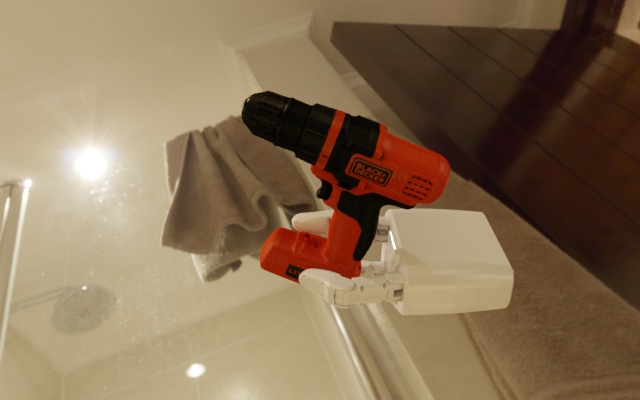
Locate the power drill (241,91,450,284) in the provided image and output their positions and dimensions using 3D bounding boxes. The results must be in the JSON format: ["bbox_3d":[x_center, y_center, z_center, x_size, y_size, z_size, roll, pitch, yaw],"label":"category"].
[{"bbox_3d":[0.000,0.002,0.449,0.184,0.188,0.057,22,41,-2],"label":"power drill"}]
